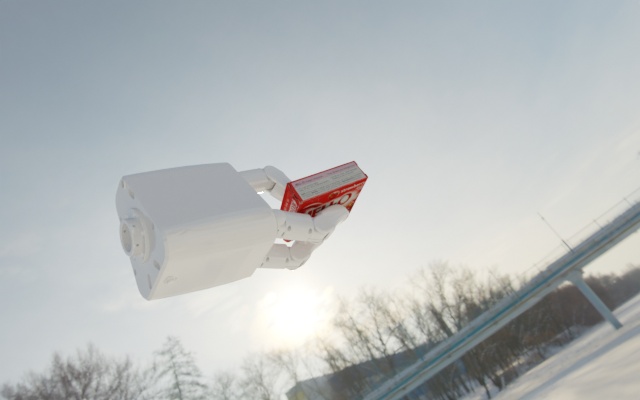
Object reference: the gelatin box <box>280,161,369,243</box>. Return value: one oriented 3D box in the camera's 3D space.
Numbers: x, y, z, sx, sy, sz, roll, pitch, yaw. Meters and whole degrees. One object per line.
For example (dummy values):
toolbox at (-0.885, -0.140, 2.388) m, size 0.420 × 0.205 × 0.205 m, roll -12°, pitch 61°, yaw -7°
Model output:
gelatin box at (0.000, 0.001, 0.511) m, size 0.089 × 0.030 × 0.073 m, roll -21°, pitch -28°, yaw -31°
